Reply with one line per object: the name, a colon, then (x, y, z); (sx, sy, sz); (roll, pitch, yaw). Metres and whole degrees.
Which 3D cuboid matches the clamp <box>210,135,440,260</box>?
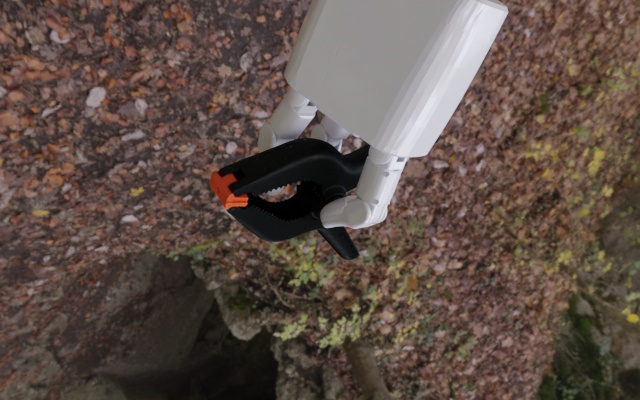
clamp: (0.000, 0.002, 0.407); (0.210, 0.165, 0.036); (-7, 43, -41)
